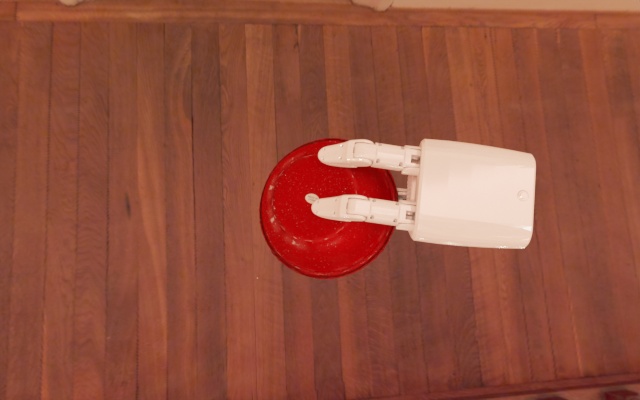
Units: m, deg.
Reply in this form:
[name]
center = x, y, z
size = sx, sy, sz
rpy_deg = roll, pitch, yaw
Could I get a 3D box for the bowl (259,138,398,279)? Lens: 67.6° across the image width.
[bowl]
center = -0.001, 0.002, 0.513
size = 0.162, 0.162, 0.055
rpy_deg = 0, -12, 16
